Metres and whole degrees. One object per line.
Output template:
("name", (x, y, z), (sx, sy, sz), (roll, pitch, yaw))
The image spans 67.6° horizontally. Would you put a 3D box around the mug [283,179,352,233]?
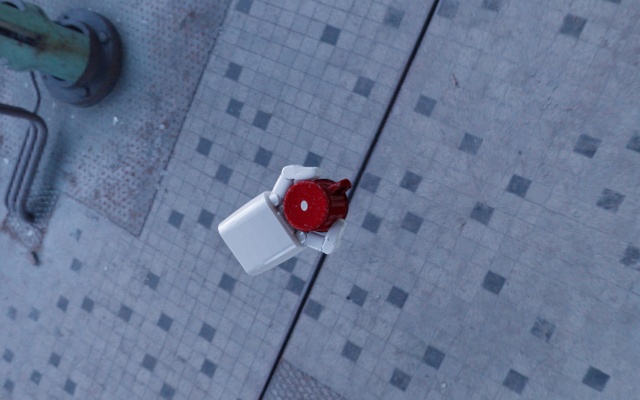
("mug", (0.001, 0.002, 0.776), (0.117, 0.093, 0.081), (-33, -10, 17))
